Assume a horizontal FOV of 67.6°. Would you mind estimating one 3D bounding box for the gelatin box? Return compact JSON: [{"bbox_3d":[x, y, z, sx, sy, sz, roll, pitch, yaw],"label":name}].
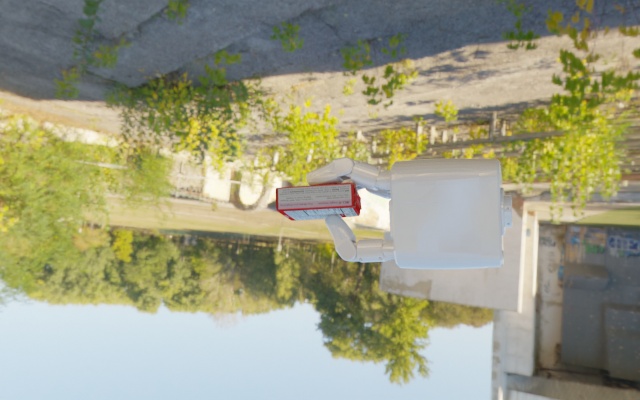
[{"bbox_3d":[0.000,0.002,0.547,0.089,0.030,0.073,-4,-11,9],"label":"gelatin box"}]
